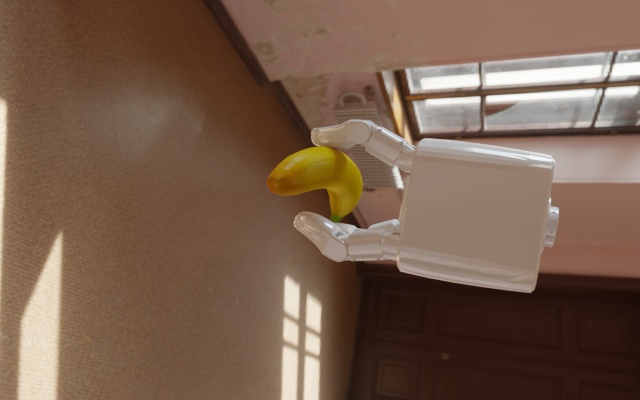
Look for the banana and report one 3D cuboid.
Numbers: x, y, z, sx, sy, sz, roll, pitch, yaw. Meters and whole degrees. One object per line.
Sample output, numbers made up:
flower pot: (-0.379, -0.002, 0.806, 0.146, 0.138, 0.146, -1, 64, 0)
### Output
banana: (0.007, -0.015, 0.452, 0.037, 0.069, 0.198, 17, -8, 21)
